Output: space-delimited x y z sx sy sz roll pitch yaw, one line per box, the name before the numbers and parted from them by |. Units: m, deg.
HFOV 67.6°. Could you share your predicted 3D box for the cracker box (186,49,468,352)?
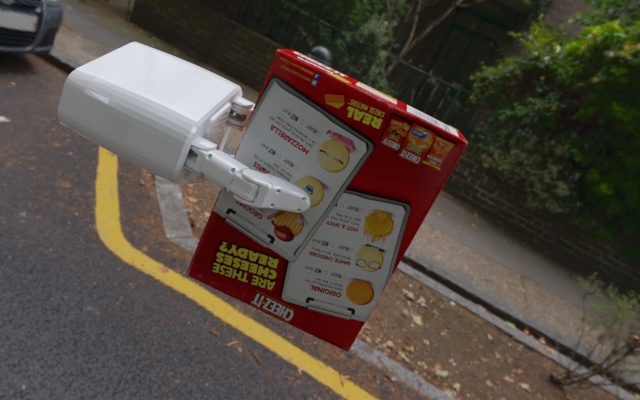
cracker box | 0.000 0.001 0.421 0.164 0.214 0.072 26 19 0
